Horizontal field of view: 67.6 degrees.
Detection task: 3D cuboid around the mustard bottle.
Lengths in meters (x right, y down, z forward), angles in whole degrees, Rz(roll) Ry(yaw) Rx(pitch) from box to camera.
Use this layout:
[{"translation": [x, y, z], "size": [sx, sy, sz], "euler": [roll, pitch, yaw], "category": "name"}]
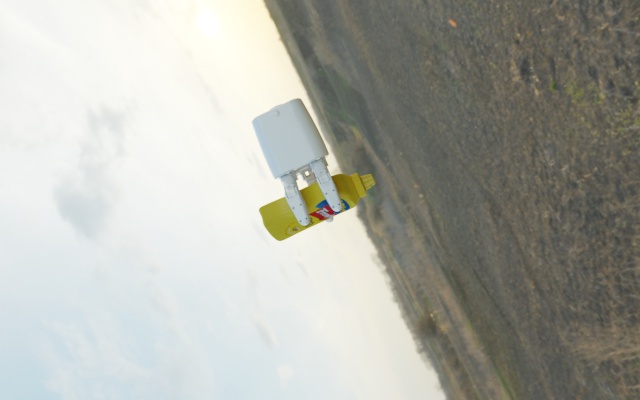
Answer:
[{"translation": [0.000, 0.003, 0.793], "size": [0.191, 0.058, 0.096], "euler": [-25, -26, 5], "category": "mustard bottle"}]
